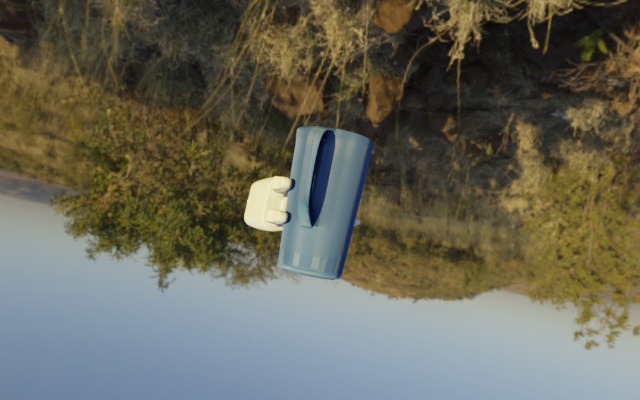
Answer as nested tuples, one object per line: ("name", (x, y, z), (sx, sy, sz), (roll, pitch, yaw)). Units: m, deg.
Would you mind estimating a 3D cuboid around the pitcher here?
("pitcher", (0.000, 0.003, 0.791), (0.149, 0.243, 0.145), (14, -6, -28))
